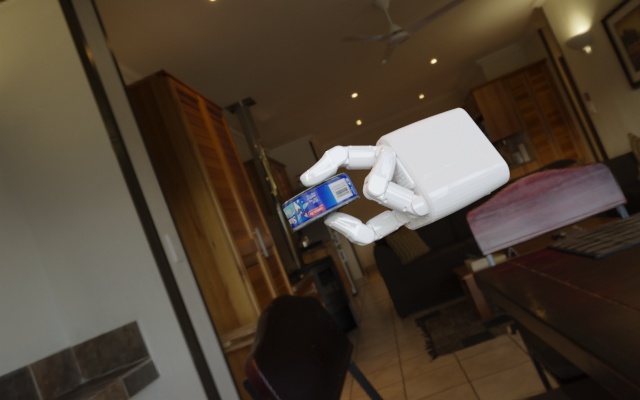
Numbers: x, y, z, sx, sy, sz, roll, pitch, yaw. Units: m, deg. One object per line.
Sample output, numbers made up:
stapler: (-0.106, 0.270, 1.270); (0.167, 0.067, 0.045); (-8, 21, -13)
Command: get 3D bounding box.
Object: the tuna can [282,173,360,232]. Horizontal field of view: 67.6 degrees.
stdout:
tuna can: (0.000, 0.001, 0.548); (0.086, 0.034, 0.086); (-27, -3, -1)
